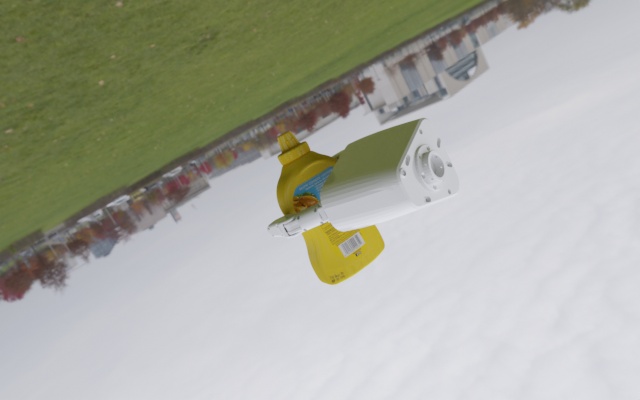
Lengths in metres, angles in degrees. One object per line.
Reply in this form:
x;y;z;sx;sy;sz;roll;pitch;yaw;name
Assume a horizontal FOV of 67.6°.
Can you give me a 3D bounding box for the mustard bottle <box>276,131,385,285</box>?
0.000;0.002;0.594;0.096;0.192;0.058;-32;12;-20;mustard bottle
